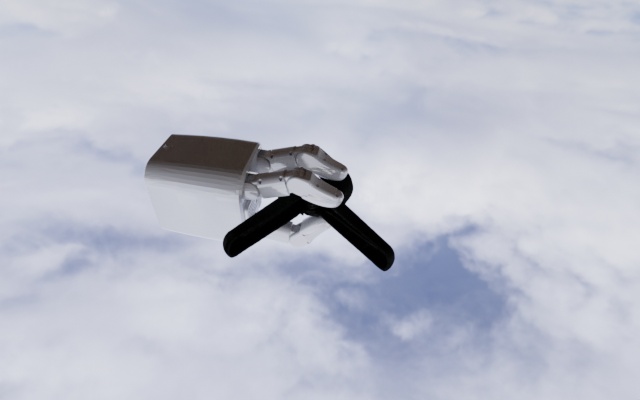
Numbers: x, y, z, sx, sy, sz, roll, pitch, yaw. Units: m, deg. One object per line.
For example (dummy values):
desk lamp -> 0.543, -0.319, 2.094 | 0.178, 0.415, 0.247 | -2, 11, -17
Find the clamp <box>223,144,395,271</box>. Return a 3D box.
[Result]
clamp -> 0.000, 0.002, 0.527 | 0.164, 0.036, 0.209 | 10, 35, 2
